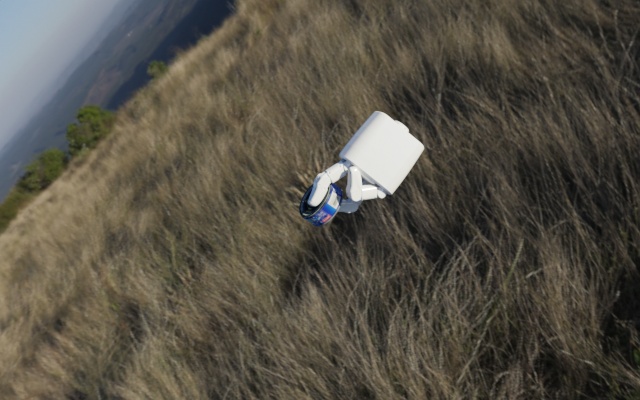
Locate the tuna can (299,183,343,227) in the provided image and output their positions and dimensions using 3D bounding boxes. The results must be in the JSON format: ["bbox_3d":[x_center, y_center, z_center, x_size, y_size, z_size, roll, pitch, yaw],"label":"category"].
[{"bbox_3d":[0.000,0.003,0.879,0.034,0.086,0.086,34,-19,-29],"label":"tuna can"}]
